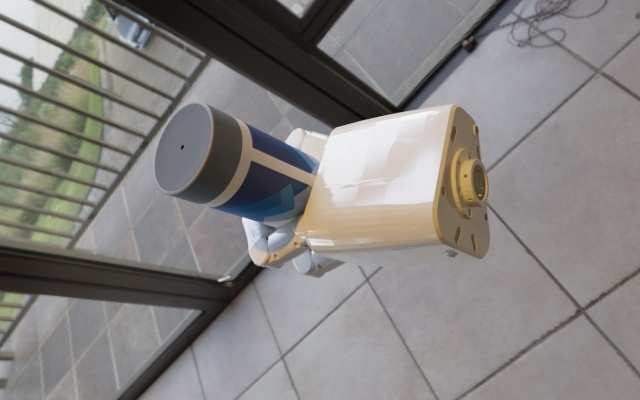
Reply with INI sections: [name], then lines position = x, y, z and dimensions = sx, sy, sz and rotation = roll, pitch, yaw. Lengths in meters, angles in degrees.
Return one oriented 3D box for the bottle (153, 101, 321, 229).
[bottle]
position = 0.000, 0.001, 0.426
dimensions = 0.069, 0.069, 0.296
rotation = 0, -15, 41
